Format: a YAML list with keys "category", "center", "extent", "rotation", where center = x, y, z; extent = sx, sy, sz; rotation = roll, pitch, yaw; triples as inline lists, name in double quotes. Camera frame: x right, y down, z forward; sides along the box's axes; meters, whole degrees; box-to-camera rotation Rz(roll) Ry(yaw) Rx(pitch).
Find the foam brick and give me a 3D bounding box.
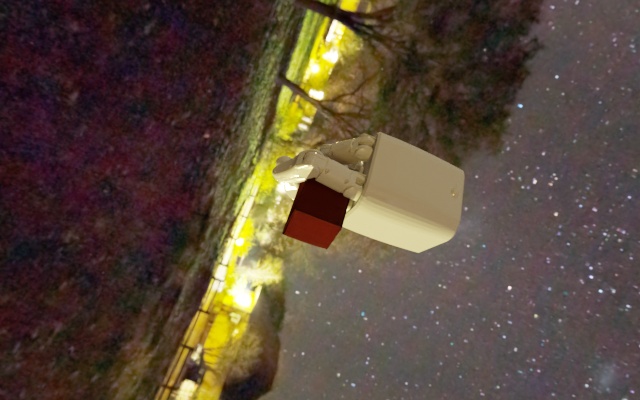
- category: "foam brick"
  center: [0.000, 0.002, 0.501]
  extent: [0.051, 0.078, 0.053]
  rotation: [22, -36, -6]
